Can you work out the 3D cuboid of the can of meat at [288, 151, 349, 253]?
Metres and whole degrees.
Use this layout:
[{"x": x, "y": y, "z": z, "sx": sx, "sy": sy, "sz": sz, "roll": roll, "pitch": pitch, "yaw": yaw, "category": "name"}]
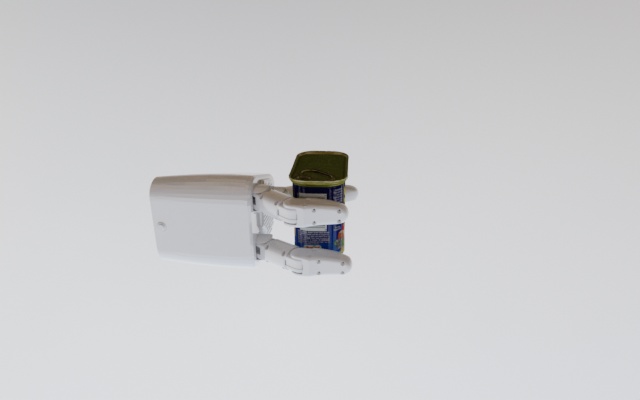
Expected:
[{"x": 0.000, "y": 0.002, "z": 0.503, "sx": 0.057, "sy": 0.084, "sz": 0.102, "roll": 1, "pitch": 22, "yaw": 3, "category": "can of meat"}]
